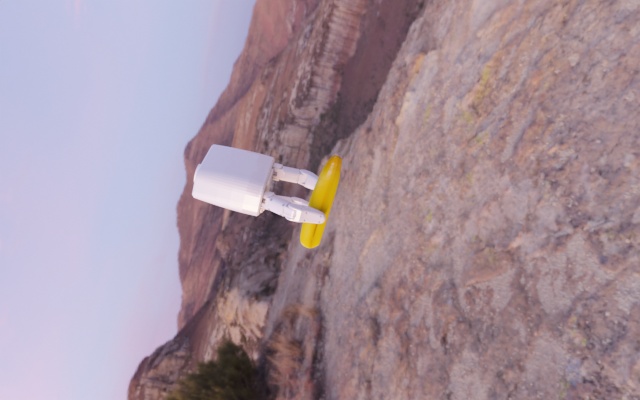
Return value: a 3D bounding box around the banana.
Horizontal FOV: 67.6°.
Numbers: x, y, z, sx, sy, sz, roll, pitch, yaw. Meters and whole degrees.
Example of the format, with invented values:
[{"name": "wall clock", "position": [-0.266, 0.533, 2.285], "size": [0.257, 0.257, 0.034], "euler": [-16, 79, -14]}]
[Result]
[{"name": "banana", "position": [-0.004, 0.017, 0.771], "size": [0.037, 0.198, 0.069], "euler": [16, 44, 0]}]
